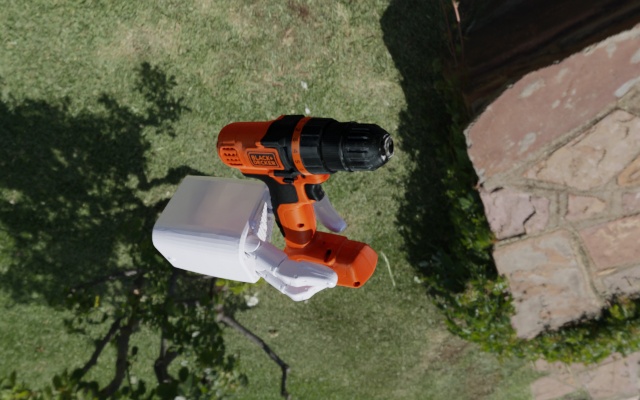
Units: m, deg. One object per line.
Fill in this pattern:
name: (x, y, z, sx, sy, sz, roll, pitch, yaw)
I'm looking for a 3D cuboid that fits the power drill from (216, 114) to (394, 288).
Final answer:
power drill: (0.000, 0.002, 0.477, 0.184, 0.188, 0.057, 7, 41, 34)
